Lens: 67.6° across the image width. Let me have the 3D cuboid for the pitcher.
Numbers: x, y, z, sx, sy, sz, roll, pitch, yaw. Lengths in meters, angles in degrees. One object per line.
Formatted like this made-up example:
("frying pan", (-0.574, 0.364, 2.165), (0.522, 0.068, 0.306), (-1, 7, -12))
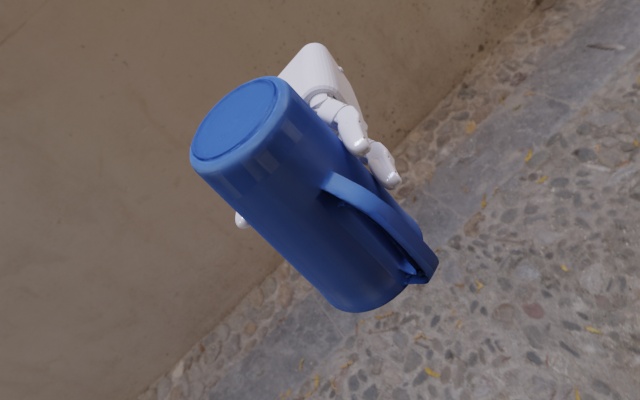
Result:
("pitcher", (0.000, 0.001, 0.462), (0.149, 0.145, 0.243), (-28, -49, 20))
